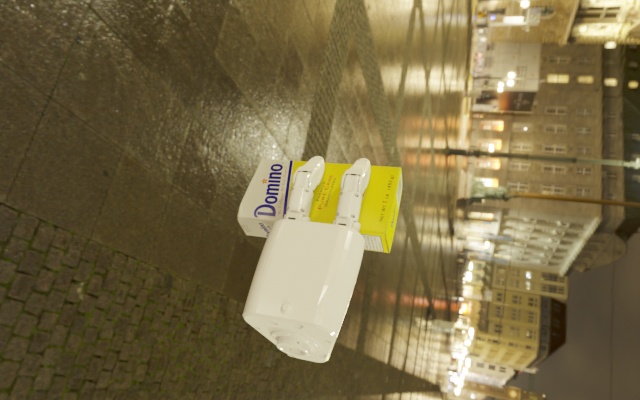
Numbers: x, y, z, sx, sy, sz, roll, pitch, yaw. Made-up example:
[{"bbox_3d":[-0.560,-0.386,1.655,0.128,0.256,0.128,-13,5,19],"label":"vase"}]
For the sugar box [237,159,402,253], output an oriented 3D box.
[{"bbox_3d":[0.000,0.002,0.549,0.176,0.093,0.048,6,-35,17],"label":"sugar box"}]
